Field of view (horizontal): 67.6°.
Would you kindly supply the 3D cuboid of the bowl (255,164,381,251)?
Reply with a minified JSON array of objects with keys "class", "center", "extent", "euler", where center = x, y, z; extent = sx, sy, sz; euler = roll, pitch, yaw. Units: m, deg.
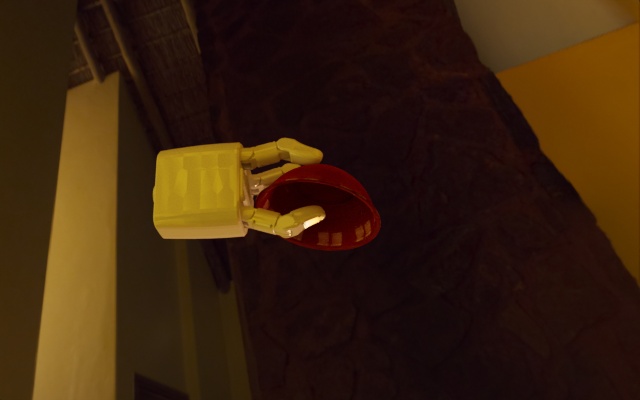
[{"class":"bowl","center":[0.001,0.002,0.620],"extent":[0.162,0.055,0.162],"euler":[8,-34,6]}]
